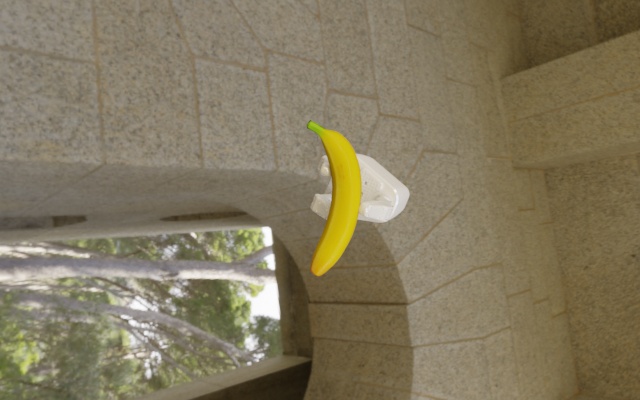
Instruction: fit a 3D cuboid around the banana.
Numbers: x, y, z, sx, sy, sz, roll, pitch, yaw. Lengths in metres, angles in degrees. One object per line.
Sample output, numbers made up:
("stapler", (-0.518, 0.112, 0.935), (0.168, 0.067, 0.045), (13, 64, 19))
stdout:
("banana", (0.019, -0.002, 0.610), (0.069, 0.198, 0.037), (-2, 7, -4))
